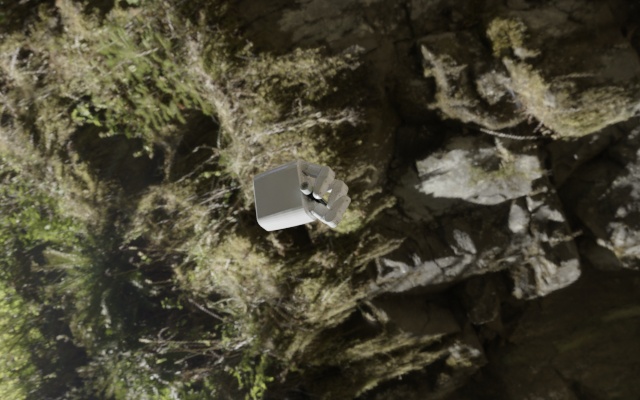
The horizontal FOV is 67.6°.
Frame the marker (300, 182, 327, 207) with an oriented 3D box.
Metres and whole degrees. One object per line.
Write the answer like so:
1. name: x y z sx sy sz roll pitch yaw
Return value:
1. marker: 0.000 0.003 0.879 0.020 0.020 0.121 0 -28 32
